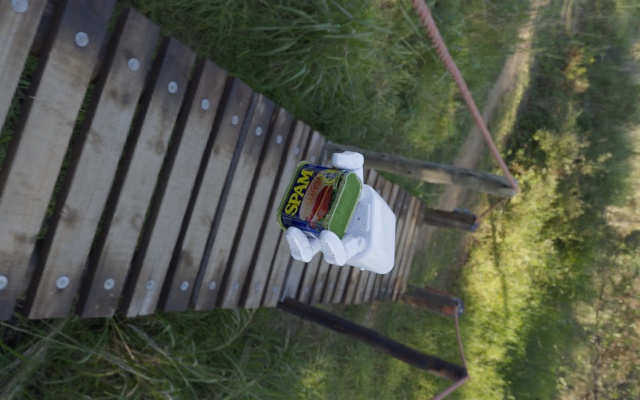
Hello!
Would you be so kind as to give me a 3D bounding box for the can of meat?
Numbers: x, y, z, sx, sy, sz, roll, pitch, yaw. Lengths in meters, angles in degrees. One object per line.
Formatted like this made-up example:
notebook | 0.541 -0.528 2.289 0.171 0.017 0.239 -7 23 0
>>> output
can of meat | 0.000 0.002 0.655 0.084 0.102 0.057 12 -19 33
